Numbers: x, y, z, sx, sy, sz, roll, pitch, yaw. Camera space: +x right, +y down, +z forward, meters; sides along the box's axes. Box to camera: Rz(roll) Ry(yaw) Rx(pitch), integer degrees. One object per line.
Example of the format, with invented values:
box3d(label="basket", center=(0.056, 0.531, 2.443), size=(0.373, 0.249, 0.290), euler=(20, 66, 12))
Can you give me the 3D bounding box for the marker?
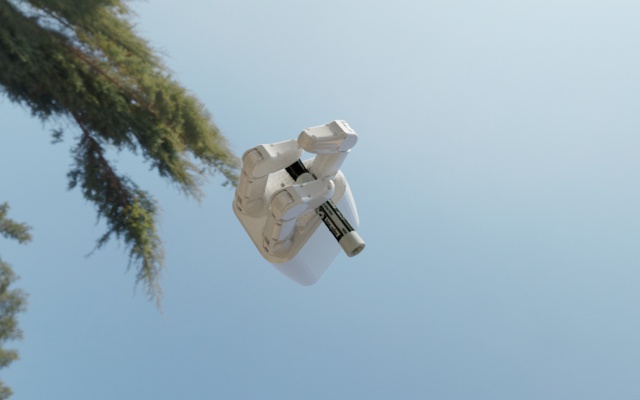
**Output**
box3d(label="marker", center=(0.000, 0.001, 0.446), size=(0.020, 0.121, 0.020), euler=(-28, -29, -17))
